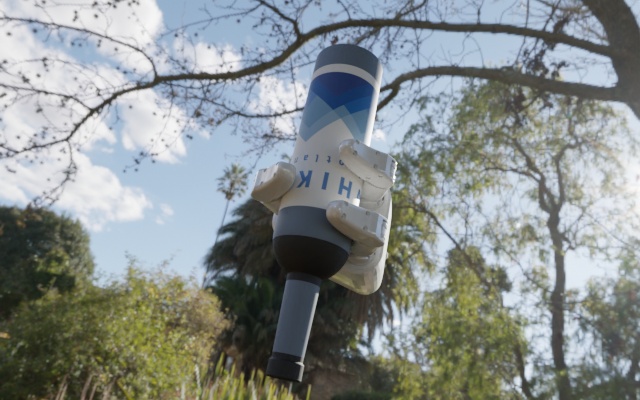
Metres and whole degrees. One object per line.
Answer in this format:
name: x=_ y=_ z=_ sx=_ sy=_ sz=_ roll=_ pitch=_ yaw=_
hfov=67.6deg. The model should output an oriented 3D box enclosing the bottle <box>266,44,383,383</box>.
bottle: x=0.000 y=0.001 z=0.414 sx=0.069 sy=0.295 sz=0.069 roll=10 pitch=-22 yaw=4
